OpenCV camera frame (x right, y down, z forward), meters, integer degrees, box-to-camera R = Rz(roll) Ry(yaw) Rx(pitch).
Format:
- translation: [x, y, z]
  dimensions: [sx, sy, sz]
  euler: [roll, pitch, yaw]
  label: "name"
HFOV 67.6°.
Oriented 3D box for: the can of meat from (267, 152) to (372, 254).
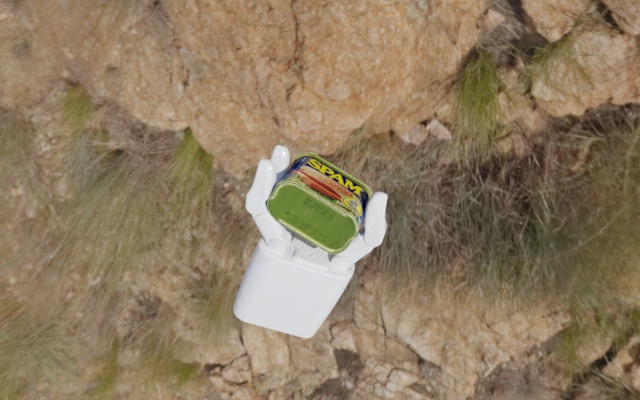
- translation: [0.000, 0.002, 0.520]
  dimensions: [0.102, 0.057, 0.084]
  euler: [31, 27, -1]
  label: "can of meat"
